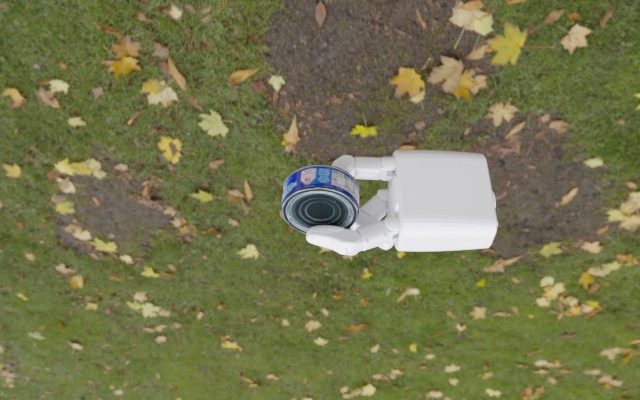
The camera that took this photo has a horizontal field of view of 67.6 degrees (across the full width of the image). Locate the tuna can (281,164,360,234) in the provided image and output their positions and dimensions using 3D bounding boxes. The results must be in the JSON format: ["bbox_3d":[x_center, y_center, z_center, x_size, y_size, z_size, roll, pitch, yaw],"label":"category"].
[{"bbox_3d":[0.000,0.002,0.524,0.086,0.033,0.086,2,-40,2],"label":"tuna can"}]
